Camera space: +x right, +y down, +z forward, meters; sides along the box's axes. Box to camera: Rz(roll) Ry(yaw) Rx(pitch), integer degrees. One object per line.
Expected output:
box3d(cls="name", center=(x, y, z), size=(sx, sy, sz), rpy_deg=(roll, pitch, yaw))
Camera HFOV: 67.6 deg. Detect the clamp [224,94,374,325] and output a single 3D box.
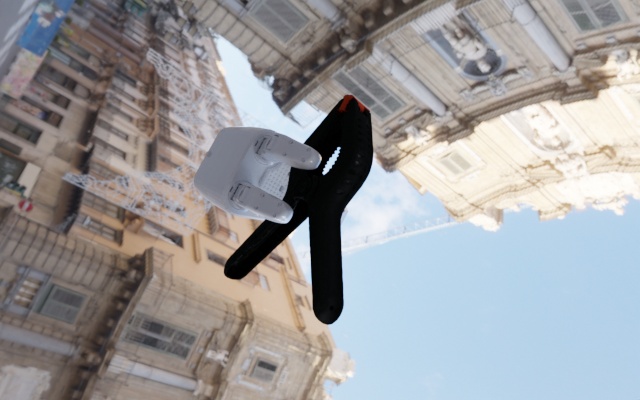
box3d(cls="clamp", center=(0.001, 0.001, 0.431), size=(0.036, 0.210, 0.164), rpy_deg=(33, -8, -37))
